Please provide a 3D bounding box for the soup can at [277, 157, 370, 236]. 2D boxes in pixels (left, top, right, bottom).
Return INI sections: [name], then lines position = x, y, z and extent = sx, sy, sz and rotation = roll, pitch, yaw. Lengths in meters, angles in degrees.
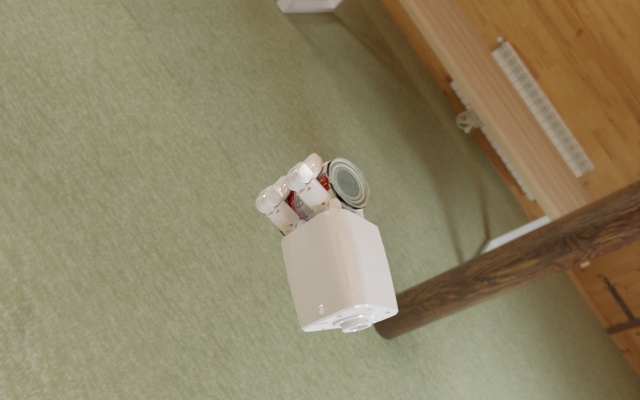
[soup can]
position = 0.000, 0.001, 0.569
extent = 0.068, 0.068, 0.102
rotation = 0, -26, -47
